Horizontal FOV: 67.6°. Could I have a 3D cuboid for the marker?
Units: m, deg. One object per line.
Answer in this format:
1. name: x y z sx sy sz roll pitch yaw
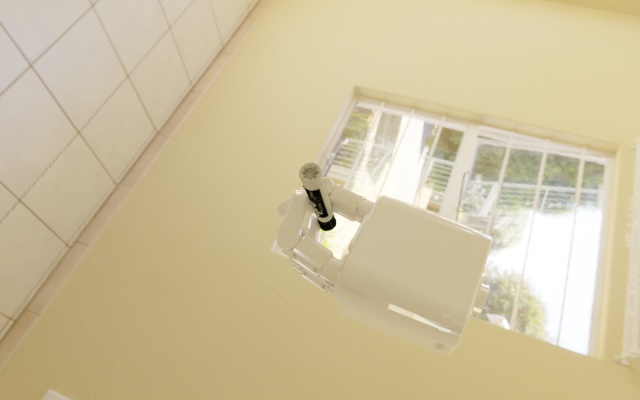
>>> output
1. marker: 0.000 0.001 0.437 0.020 0.020 0.121 0 -24 9
